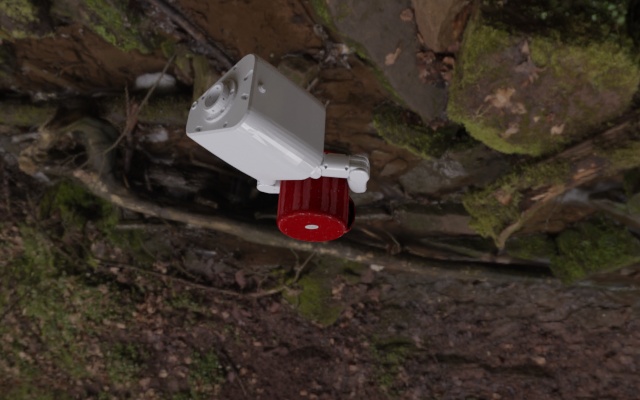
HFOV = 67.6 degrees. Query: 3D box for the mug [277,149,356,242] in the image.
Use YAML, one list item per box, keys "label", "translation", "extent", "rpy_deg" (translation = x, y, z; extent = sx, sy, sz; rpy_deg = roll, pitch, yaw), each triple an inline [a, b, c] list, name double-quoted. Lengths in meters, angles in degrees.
- label: "mug"
  translation: [0.001, 0.003, 0.572]
  extent: [0.093, 0.081, 0.117]
  rpy_deg: [-19, -35, 37]
